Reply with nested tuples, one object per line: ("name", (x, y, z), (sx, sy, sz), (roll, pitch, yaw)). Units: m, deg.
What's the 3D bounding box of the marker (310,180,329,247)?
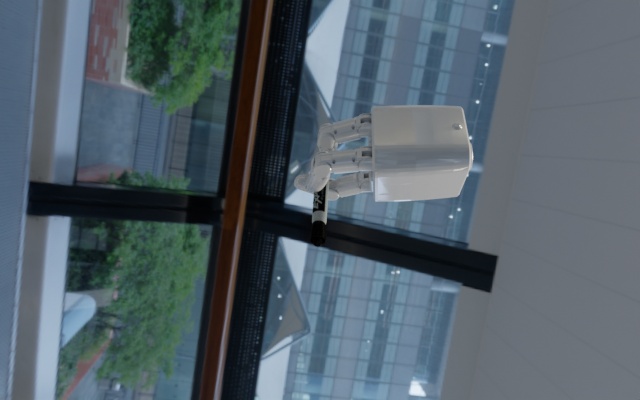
("marker", (0.000, 0.002, 0.573), (0.020, 0.121, 0.020), (2, -37, 2))
